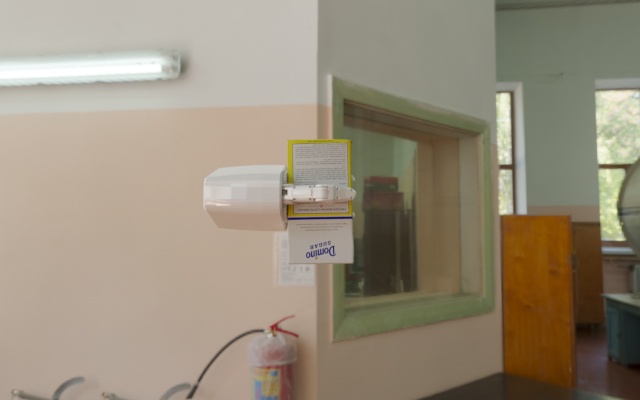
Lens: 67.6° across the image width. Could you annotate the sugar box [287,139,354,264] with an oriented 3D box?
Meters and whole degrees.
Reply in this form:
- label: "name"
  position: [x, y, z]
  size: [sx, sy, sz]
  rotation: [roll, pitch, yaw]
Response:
- label: "sugar box"
  position: [0.000, 0.002, 0.683]
  size: [0.093, 0.176, 0.048]
  rotation: [0, -4, 2]
